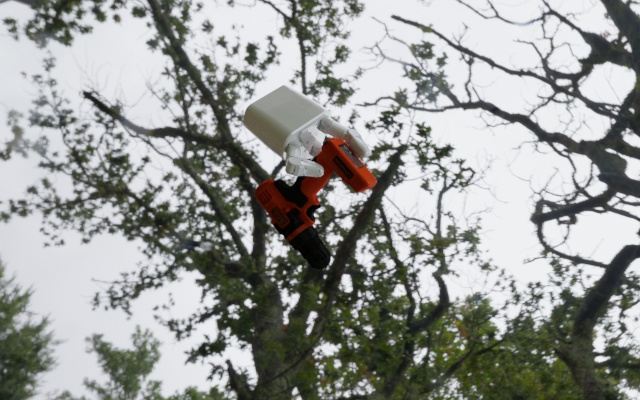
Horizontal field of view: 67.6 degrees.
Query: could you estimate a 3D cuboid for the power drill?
[{"bbox_3d":[0.000,0.002,0.798,0.188,0.184,0.057,-41,-4,22],"label":"power drill"}]
